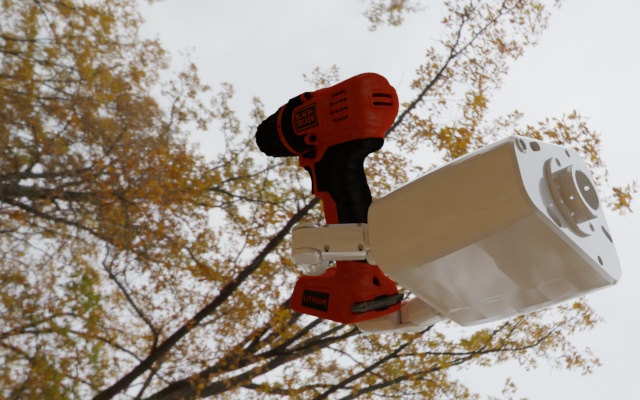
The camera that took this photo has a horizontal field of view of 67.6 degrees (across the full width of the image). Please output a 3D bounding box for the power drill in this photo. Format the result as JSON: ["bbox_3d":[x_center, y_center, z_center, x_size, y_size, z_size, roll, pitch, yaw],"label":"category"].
[{"bbox_3d":[0.000,0.002,0.407,0.057,0.187,0.184,-8,1,-31],"label":"power drill"}]
